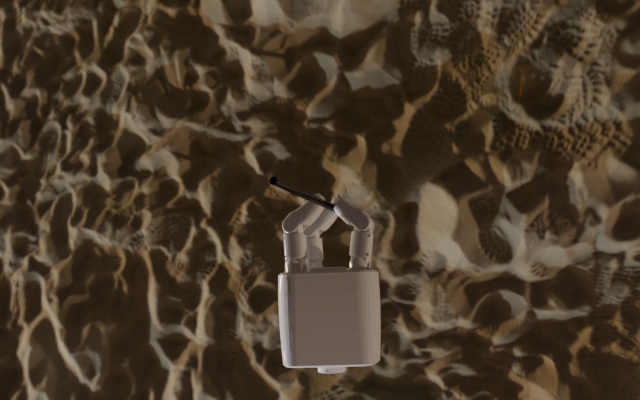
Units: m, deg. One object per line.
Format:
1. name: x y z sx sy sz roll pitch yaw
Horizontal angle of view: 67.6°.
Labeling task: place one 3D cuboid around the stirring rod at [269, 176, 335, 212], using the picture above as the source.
1. stirring rod: 0.000 0.002 0.546 0.011 0.011 0.239 0 -10 21
